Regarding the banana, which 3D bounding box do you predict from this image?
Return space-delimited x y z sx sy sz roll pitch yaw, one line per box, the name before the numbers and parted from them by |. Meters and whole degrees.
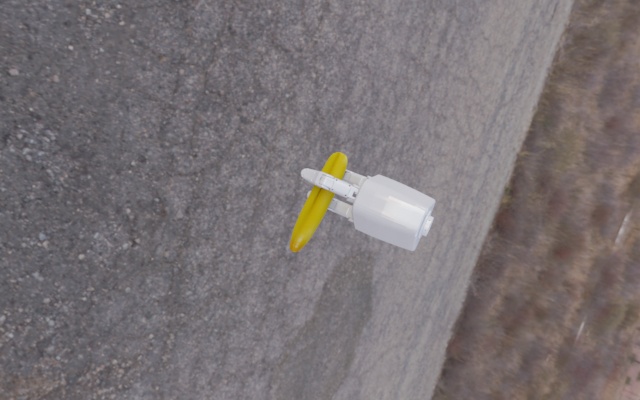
banana | 0.003 -0.007 0.780 0.037 0.197 0.070 25 -21 6
